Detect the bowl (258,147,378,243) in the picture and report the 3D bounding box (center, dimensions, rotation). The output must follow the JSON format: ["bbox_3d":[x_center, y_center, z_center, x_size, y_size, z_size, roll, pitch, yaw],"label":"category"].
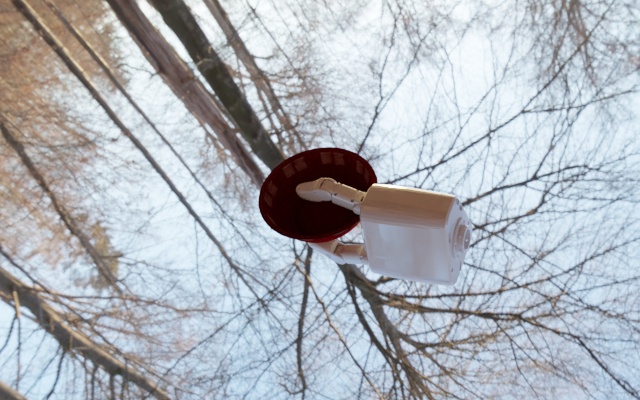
[{"bbox_3d":[-0.001,0.002,0.651,0.162,0.162,0.055,0,-39,14],"label":"bowl"}]
